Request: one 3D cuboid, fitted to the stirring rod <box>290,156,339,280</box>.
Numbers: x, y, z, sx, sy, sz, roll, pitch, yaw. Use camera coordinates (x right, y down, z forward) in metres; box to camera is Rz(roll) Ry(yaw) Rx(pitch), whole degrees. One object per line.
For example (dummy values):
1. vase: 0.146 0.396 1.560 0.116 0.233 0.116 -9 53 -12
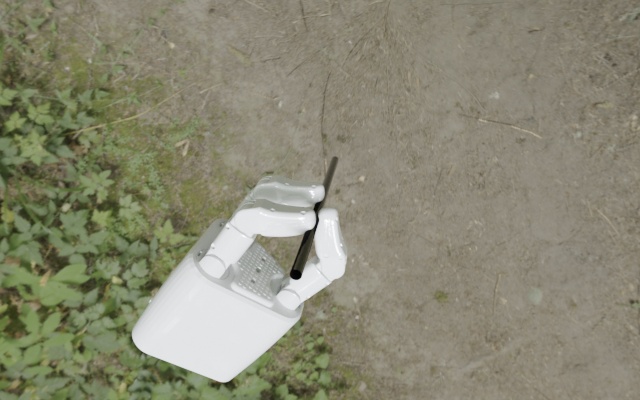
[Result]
1. stirring rod: 0.000 0.001 0.414 0.011 0.011 0.239 0 23 8
